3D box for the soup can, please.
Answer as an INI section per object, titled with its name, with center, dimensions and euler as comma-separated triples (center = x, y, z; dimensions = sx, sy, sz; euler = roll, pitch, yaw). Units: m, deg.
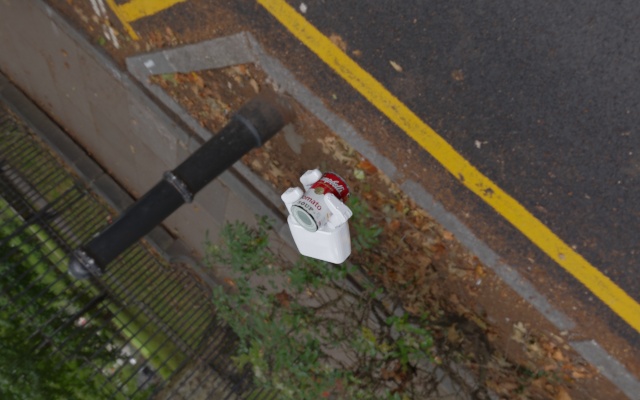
[soup can]
center = 0.000, 0.003, 0.899
dimensions = 0.102, 0.068, 0.068
euler = -45, 23, -26
